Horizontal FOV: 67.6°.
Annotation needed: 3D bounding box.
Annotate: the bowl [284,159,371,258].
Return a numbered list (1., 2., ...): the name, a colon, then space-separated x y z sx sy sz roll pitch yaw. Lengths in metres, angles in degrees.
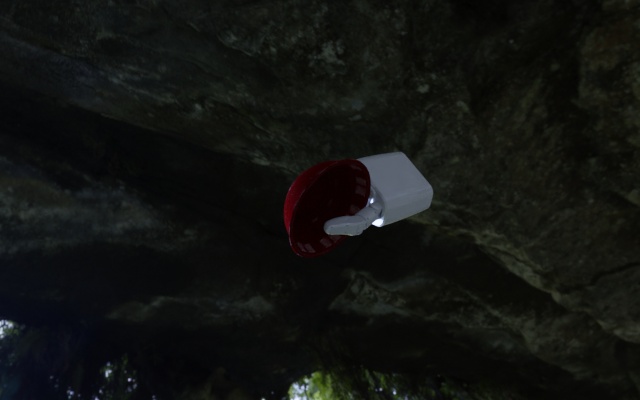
1. bowl: -0.001 0.002 0.702 0.055 0.162 0.162 34 21 35
